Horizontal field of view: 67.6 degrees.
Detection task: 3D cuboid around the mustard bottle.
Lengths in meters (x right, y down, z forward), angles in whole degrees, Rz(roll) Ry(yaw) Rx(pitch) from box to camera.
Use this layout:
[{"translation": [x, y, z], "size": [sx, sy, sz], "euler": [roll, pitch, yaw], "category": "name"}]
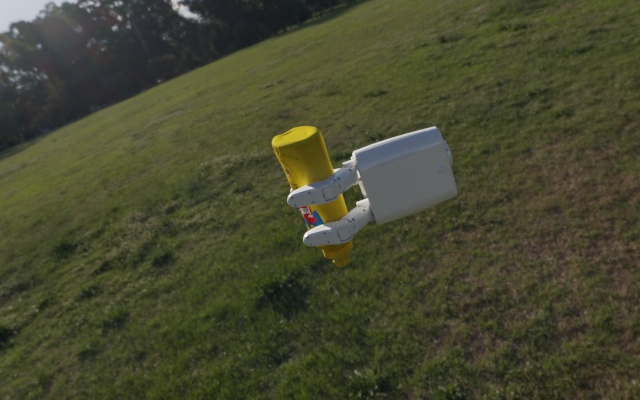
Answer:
[{"translation": [0.000, 0.002, 0.619], "size": [0.058, 0.192, 0.096], "euler": [-28, 21, -17], "category": "mustard bottle"}]
